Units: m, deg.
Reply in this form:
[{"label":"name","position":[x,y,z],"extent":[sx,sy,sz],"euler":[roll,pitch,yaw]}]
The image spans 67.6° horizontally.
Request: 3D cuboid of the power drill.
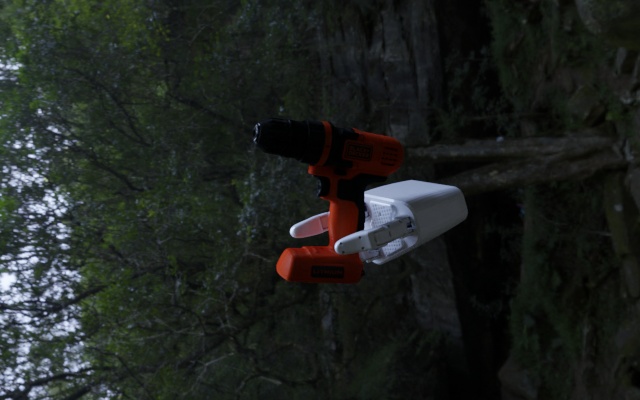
[{"label":"power drill","position":[0.000,0.002,0.565],"extent":[0.184,0.188,0.057],"euler":[7,12,-21]}]
